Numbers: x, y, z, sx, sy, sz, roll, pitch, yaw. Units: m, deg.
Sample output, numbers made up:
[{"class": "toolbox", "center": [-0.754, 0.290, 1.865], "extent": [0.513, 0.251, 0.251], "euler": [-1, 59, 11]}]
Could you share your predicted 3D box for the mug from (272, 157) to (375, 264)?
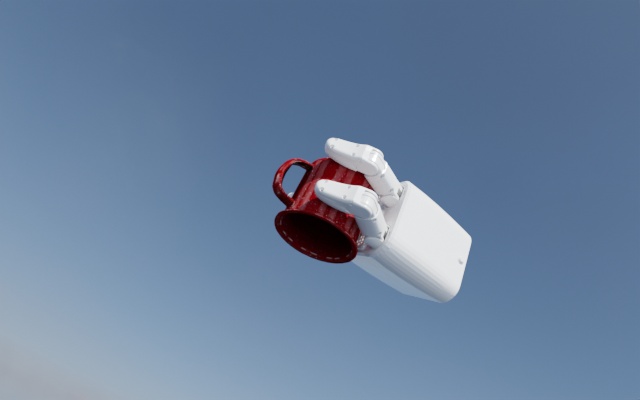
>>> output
[{"class": "mug", "center": [-0.001, 0.001, 0.509], "extent": [0.117, 0.081, 0.093], "euler": [38, -33, -18]}]
